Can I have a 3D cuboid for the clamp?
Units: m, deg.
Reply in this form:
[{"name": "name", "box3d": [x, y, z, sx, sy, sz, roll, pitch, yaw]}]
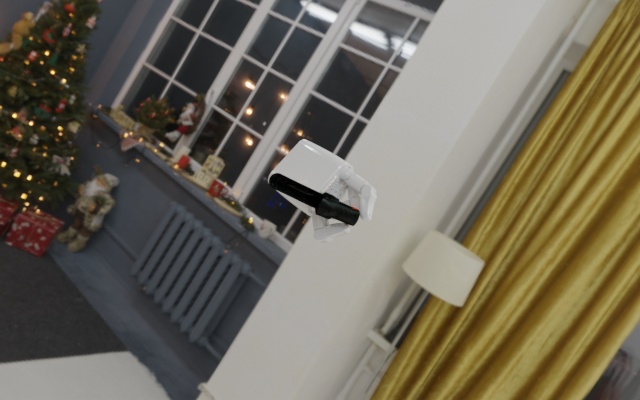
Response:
[{"name": "clamp", "box3d": [0.001, 0.002, 0.735, 0.120, 0.039, 0.171, 36, 5, 30]}]
